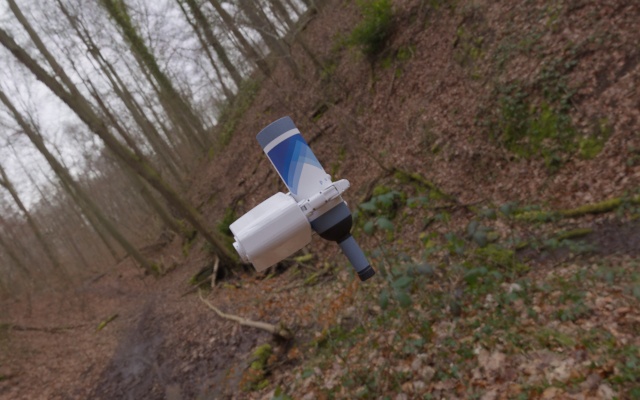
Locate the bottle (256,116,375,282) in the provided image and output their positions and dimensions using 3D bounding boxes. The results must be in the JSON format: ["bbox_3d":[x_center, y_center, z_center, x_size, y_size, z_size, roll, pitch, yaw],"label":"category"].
[{"bbox_3d":[0.000,0.002,0.790,0.069,0.295,0.069,-33,-1,-1],"label":"bottle"}]
